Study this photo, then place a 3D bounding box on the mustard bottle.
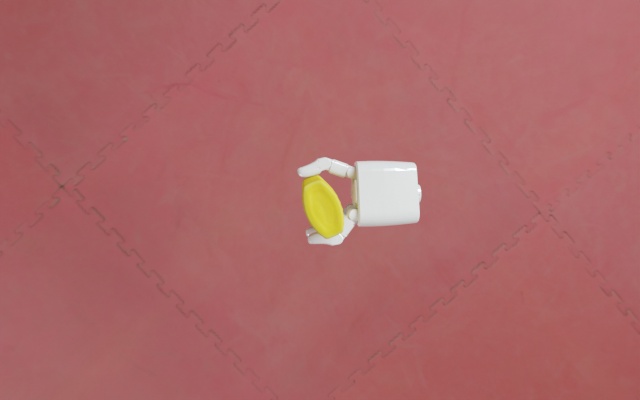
[{"bbox_3d":[0.000,0.003,0.836,0.058,0.096,0.191,-25,8,0],"label":"mustard bottle"}]
